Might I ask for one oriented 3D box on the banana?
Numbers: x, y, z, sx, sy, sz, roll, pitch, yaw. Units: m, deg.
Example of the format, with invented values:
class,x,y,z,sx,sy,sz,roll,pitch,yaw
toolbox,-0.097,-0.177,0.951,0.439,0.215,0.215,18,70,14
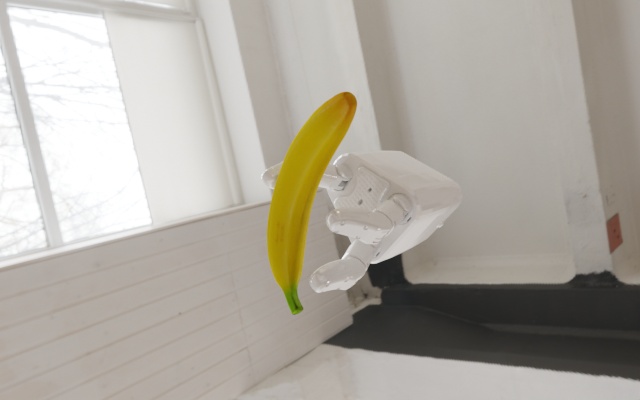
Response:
class,x,y,z,sx,sy,sz,roll,pitch,yaw
banana,-0.013,-0.003,0.418,0.037,0.198,0.069,-8,28,-45
